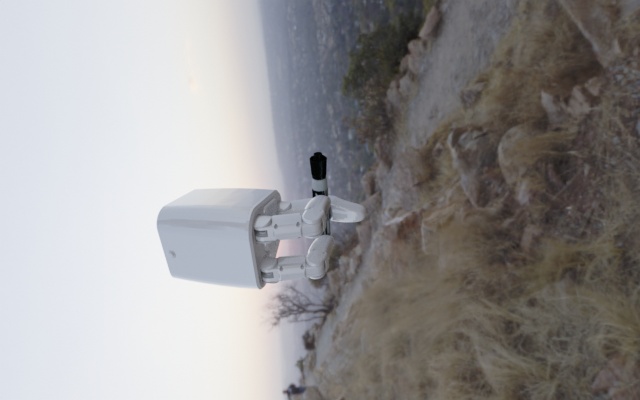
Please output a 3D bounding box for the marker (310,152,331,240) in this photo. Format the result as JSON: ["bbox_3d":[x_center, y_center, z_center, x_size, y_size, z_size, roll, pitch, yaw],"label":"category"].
[{"bbox_3d":[0.000,0.002,0.538,0.020,0.121,0.020,-3,31,2],"label":"marker"}]
